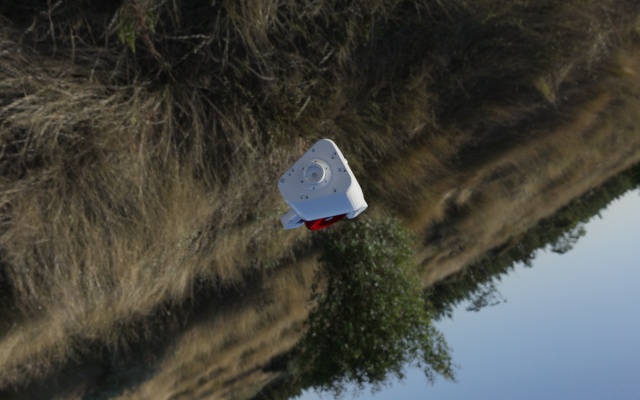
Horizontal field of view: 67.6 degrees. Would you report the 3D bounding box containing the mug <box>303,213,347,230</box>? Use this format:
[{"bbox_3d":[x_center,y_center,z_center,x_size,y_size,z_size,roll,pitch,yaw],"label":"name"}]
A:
[{"bbox_3d":[0.000,0.003,0.856,0.093,0.081,0.117,-27,-18,4],"label":"mug"}]
